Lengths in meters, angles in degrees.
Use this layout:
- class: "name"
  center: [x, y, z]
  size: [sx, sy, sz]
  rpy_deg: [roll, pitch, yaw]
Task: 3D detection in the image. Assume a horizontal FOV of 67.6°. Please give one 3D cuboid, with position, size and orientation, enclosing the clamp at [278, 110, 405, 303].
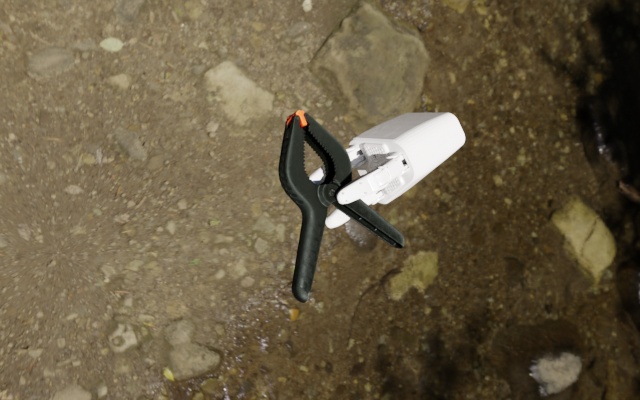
- class: "clamp"
  center: [0.000, 0.001, 0.554]
  size: [0.164, 0.210, 0.036]
  rpy_deg: [-32, 10, -30]
